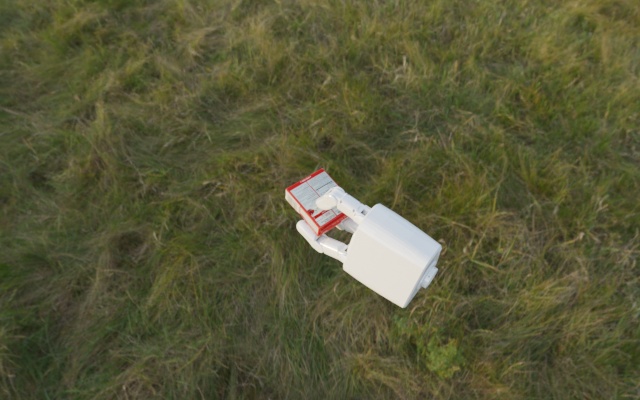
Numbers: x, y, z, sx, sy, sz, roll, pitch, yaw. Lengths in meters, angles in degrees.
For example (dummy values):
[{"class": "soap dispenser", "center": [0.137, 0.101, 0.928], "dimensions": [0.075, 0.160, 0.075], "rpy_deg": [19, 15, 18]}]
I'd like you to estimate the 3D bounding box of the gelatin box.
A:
[{"class": "gelatin box", "center": [0.000, 0.002, 0.739], "dimensions": [0.073, 0.089, 0.030], "rpy_deg": [-32, -24, -24]}]
